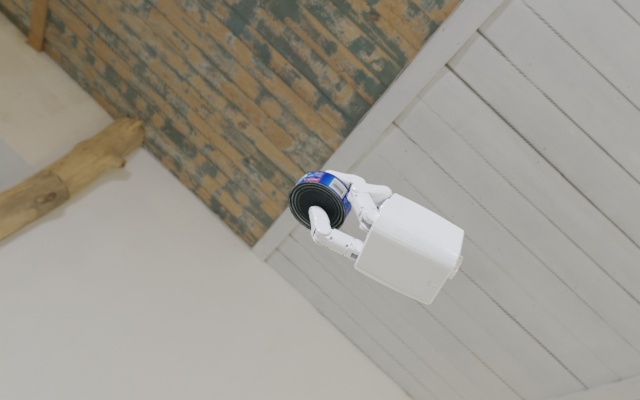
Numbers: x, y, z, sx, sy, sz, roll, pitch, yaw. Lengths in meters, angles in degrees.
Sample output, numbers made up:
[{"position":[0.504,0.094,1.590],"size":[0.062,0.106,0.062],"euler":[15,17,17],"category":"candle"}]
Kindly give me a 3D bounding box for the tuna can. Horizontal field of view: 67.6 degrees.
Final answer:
[{"position":[0.000,0.002,0.668],"size":[0.086,0.086,0.033],"euler":[0,33,28],"category":"tuna can"}]
